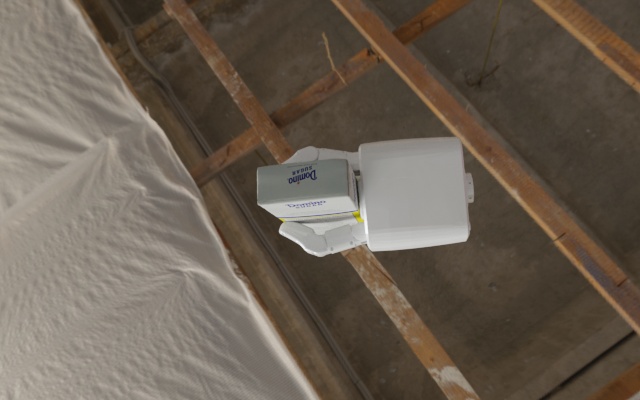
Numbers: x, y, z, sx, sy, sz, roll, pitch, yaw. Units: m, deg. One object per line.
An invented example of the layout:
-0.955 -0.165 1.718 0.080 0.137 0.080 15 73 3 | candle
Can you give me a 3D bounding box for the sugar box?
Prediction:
0.000 0.001 0.538 0.093 0.048 0.176 -5 -17 10 | sugar box
